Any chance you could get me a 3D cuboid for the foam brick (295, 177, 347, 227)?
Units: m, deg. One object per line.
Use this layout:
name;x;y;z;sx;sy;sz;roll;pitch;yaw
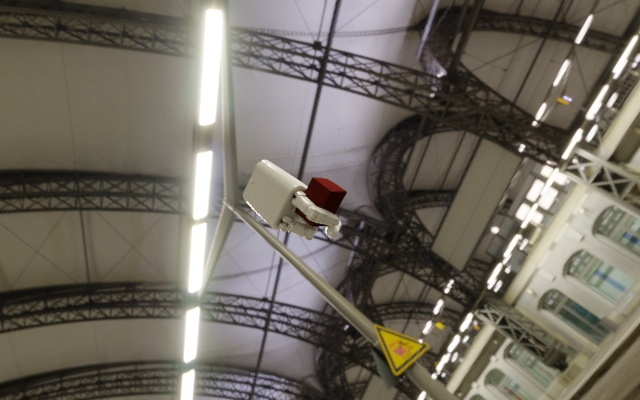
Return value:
foam brick;0.000;0.003;0.874;0.051;0.078;0.053;39;21;31
